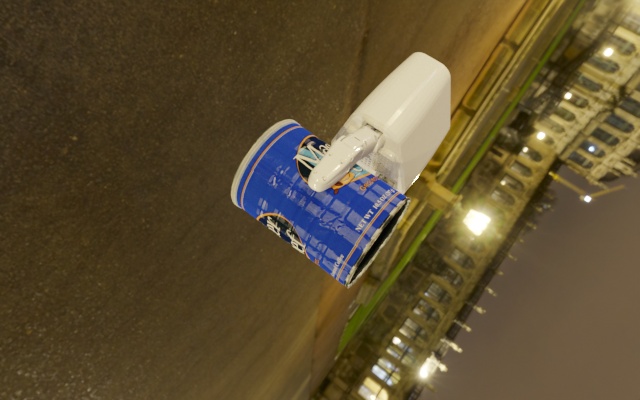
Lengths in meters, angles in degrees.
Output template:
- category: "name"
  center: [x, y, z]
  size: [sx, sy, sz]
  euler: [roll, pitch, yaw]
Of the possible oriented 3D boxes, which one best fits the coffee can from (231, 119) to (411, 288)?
- category: "coffee can"
  center: [0.000, 0.002, 0.462]
  size: [0.140, 0.103, 0.103]
  euler: [35, 10, 14]
